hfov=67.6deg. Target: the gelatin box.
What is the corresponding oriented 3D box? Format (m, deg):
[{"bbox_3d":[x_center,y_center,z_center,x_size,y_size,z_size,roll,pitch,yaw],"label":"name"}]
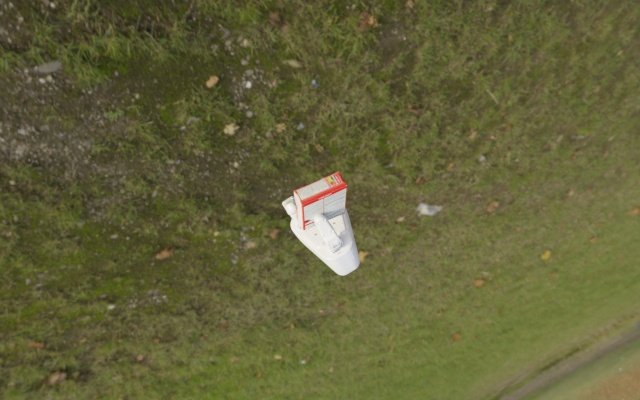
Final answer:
[{"bbox_3d":[0.000,0.003,0.713,0.073,0.030,0.089,-24,-26,-12],"label":"gelatin box"}]
